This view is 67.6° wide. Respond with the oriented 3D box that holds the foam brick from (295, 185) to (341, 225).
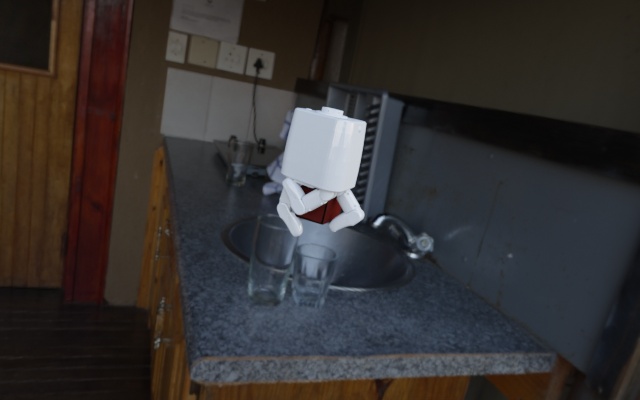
[{"bbox_3d":[0.000,0.003,0.780,0.053,0.051,0.078,16,14,19],"label":"foam brick"}]
